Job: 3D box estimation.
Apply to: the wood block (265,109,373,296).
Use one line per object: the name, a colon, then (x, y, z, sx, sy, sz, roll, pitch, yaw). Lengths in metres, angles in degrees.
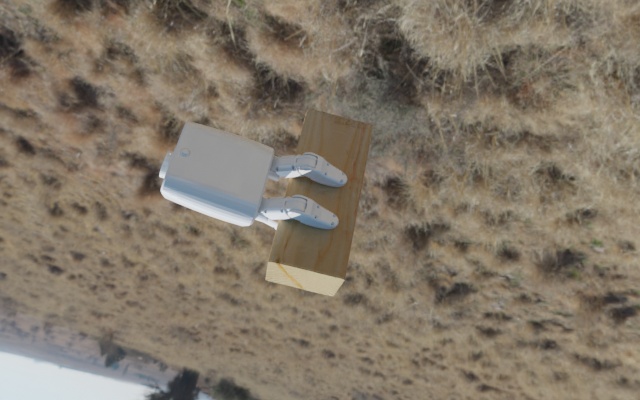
wood block: (0.000, 0.002, 0.601, 0.090, 0.206, 0.091, 14, -24, -2)
